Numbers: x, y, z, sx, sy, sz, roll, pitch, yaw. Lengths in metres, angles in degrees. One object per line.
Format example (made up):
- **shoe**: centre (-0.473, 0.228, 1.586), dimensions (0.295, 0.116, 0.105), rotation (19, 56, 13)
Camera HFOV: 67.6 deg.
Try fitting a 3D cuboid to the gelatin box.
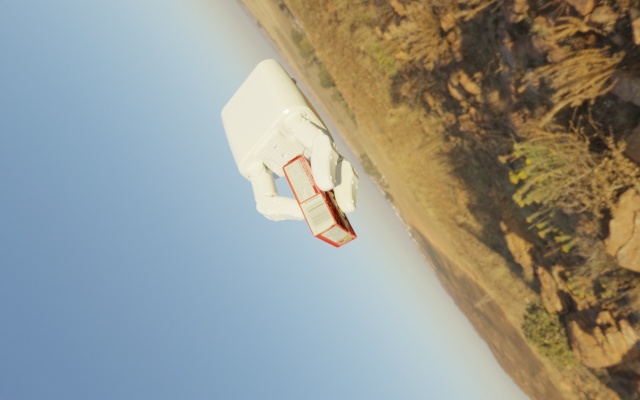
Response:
- **gelatin box**: centre (0.000, 0.002, 0.513), dimensions (0.030, 0.089, 0.073), rotation (-30, -23, 11)
